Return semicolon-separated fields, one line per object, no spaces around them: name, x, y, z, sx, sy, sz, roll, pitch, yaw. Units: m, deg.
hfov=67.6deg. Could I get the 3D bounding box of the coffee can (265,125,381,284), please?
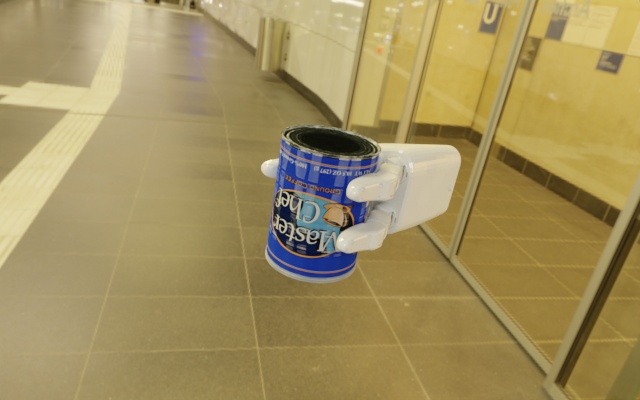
coffee can;0.000;0.002;0.509;0.103;0.140;0.102;8;23;-4
